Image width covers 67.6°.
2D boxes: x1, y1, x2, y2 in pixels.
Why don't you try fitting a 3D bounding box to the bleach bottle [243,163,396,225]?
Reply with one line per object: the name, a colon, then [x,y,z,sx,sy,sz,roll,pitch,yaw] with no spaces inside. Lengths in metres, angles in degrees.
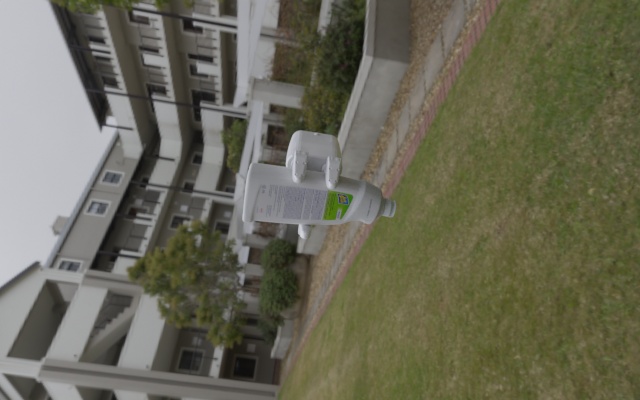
bleach bottle: [0.000,0.003,0.807,0.251,0.103,0.068,8,32,-5]
